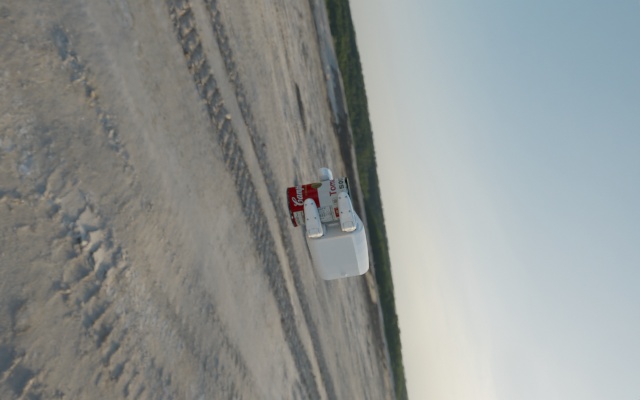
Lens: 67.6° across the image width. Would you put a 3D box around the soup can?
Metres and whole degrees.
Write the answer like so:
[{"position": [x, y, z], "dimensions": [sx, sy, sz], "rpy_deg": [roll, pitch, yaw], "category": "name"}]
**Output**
[{"position": [0.000, 0.002, 0.794], "dimensions": [0.102, 0.068, 0.068], "rpy_deg": [-10, -1, 5], "category": "soup can"}]
